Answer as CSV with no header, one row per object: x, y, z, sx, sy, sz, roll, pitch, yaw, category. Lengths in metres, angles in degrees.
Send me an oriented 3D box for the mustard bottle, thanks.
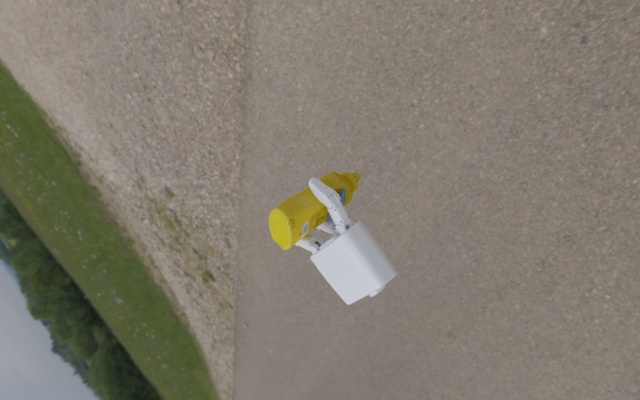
0.000,0.003,0.829,0.191,0.096,0.058,-35,62,-29,mustard bottle
